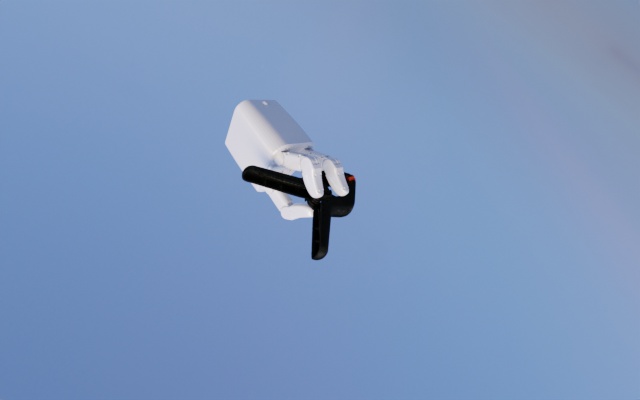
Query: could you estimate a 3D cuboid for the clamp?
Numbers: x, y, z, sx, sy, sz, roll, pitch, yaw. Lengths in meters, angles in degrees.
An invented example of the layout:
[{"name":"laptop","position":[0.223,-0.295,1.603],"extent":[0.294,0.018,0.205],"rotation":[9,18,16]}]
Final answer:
[{"name":"clamp","position":[0.000,0.003,0.715],"extent":[0.210,0.164,0.036],"rotation":[-15,-28,-52]}]
